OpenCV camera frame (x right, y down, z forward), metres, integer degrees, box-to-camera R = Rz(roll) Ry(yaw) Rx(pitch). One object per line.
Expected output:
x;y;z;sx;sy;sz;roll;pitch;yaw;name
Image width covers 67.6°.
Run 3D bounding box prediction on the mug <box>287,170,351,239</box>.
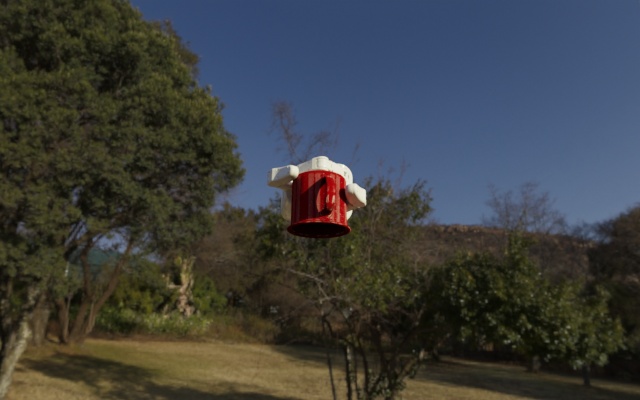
0.000;0.002;0.694;0.093;0.081;0.117;4;-19;-10;mug
